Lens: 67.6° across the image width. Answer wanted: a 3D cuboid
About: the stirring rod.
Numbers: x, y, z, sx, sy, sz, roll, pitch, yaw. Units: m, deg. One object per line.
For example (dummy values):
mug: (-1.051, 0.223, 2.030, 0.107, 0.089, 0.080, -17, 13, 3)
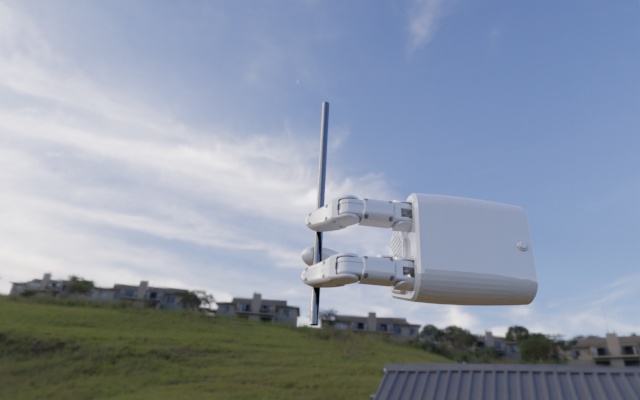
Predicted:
stirring rod: (0.000, 0.002, 0.472, 0.011, 0.239, 0.011, 2, -26, 1)
